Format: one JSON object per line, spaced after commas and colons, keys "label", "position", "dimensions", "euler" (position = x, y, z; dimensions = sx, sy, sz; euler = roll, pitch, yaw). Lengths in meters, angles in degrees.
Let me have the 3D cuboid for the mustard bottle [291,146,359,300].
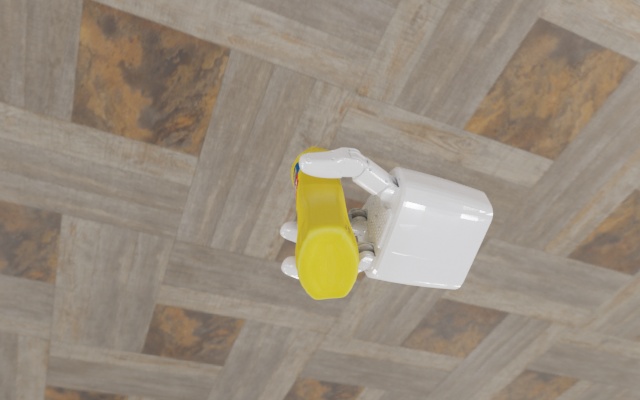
{"label": "mustard bottle", "position": [0.000, 0.002, 0.501], "dimensions": [0.058, 0.096, 0.191], "euler": [-6, 39, -1]}
